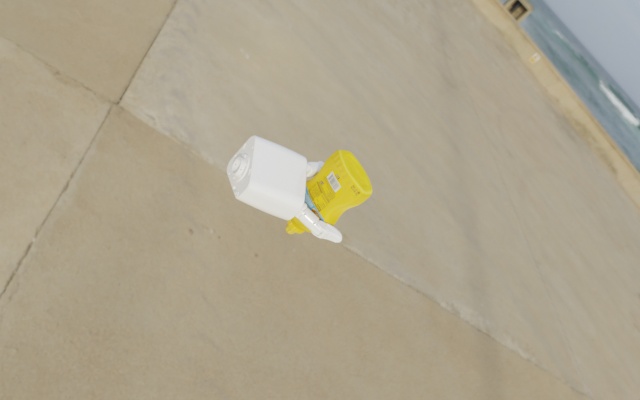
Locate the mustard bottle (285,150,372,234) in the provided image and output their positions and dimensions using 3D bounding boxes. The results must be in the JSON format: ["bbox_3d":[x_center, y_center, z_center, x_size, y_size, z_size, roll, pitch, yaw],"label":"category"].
[{"bbox_3d":[0.001,0.003,0.851,0.192,0.096,0.058,-42,-24,32],"label":"mustard bottle"}]
